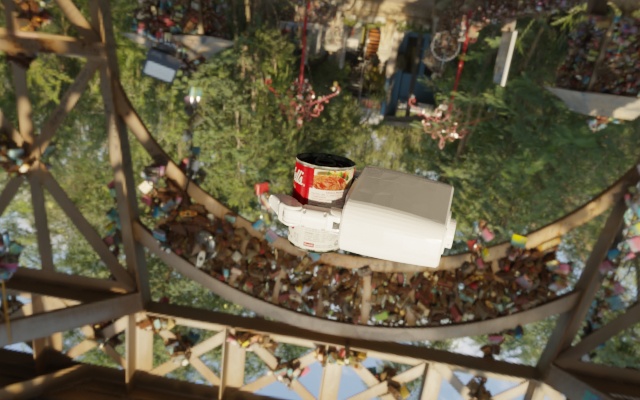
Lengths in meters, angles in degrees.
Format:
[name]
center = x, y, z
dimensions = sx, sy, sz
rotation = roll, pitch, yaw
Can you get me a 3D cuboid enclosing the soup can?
[soup can]
center = 0.000, 0.002, 0.553
dimensions = 0.068, 0.102, 0.068
rotation = 7, 18, -2
